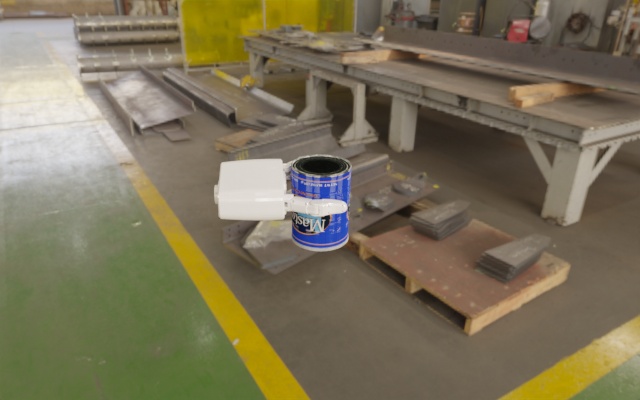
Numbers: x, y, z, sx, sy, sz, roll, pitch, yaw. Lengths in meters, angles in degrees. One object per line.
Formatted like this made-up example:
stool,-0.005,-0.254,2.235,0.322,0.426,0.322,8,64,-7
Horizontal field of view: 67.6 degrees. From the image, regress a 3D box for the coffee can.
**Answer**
coffee can,0.000,0.003,0.829,0.103,0.140,0.102,1,25,0
